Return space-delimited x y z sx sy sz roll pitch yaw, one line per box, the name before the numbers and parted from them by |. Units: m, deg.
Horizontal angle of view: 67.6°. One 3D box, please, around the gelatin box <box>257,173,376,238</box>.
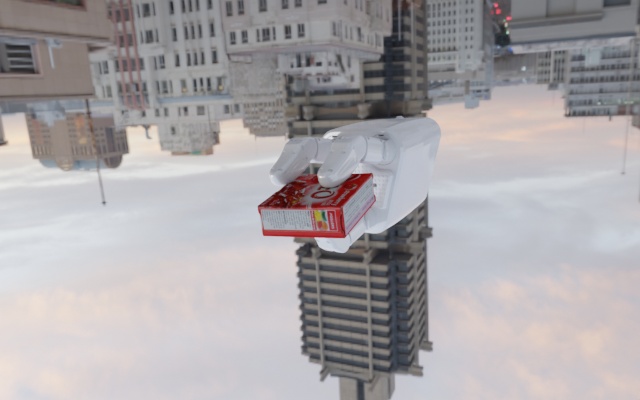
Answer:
gelatin box | 0.000 0.002 0.407 0.073 0.030 0.089 0 21 24
